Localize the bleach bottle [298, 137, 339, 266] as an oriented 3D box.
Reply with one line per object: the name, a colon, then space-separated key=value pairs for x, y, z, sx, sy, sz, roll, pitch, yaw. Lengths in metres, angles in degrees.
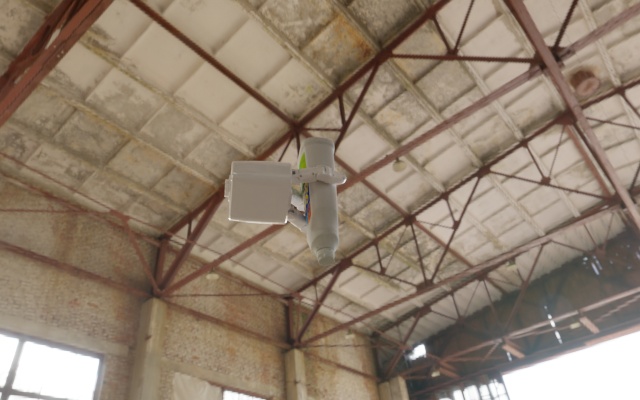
bleach bottle: x=0.000 y=0.003 z=0.890 sx=0.068 sy=0.250 sz=0.103 roll=3 pitch=-40 yaw=-12
